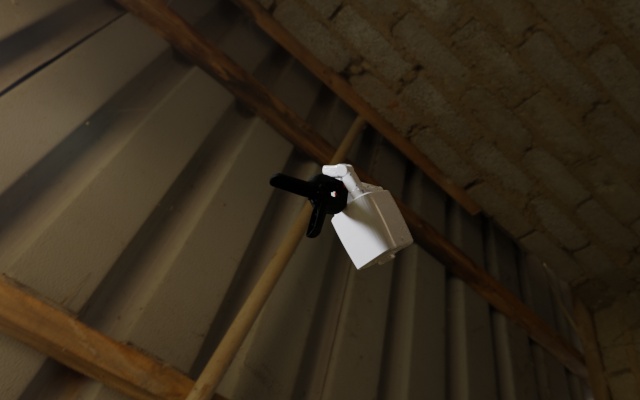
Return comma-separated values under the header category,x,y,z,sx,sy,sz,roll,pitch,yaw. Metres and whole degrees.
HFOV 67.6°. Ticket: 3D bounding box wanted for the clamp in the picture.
category,x,y,z,sx,sy,sz,roll,pitch,yaw
clamp,0.000,0.003,0.801,0.171,0.120,0.039,-8,-22,-49
